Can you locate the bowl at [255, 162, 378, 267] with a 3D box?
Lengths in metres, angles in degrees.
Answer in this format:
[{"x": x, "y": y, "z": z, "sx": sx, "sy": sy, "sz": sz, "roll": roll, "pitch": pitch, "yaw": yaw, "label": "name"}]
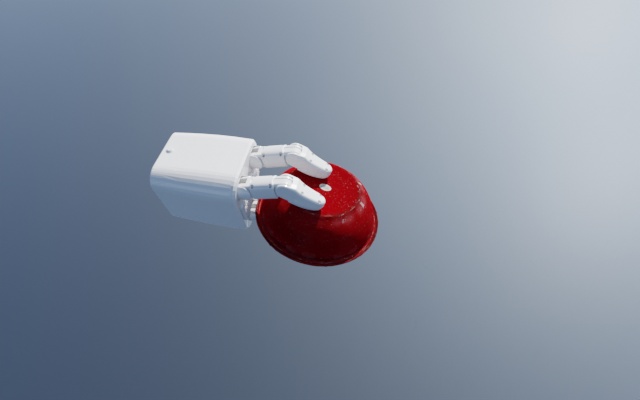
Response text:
[{"x": 0.001, "y": 0.002, "z": 0.604, "sx": 0.162, "sy": 0.162, "sz": 0.055, "roll": 0, "pitch": -41, "yaw": -12, "label": "bowl"}]
